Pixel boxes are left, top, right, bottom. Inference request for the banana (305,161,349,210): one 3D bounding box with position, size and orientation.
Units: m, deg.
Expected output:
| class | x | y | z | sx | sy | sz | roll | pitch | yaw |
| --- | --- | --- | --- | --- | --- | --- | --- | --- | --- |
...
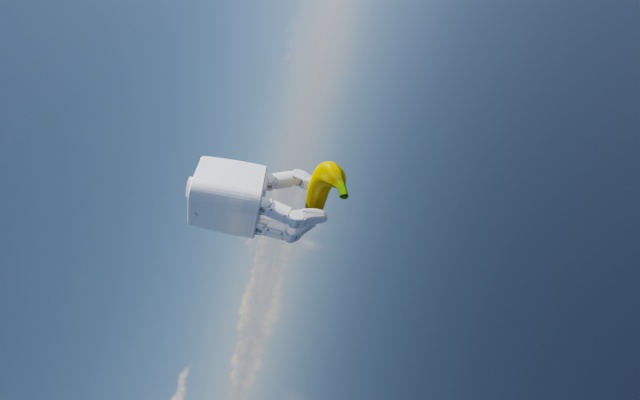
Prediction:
| class | x | y | z | sx | sy | sz | roll | pitch | yaw |
| --- | --- | --- | --- | --- | --- | --- | --- | --- | --- |
| banana | 0.003 | -0.016 | 0.727 | 0.037 | 0.069 | 0.198 | 8 | -14 | -10 |
